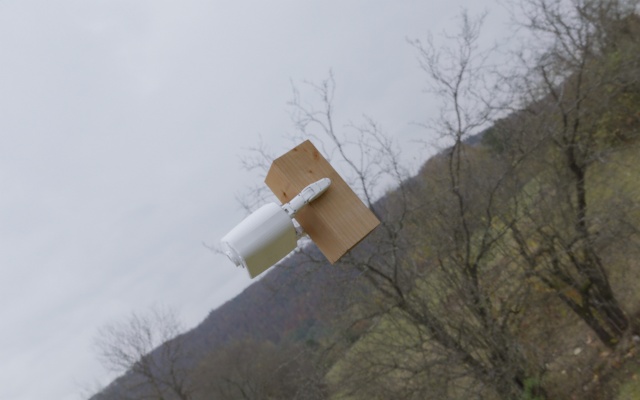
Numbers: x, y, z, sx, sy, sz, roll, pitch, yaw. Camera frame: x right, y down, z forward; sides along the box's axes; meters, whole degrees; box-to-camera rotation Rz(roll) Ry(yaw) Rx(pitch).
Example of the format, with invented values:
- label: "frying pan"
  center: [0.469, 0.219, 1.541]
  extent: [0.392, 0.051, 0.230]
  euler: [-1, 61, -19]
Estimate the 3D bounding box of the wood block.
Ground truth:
- label: "wood block"
  center: [0.000, 0.003, 0.886]
  extent: [0.090, 0.206, 0.091]
  euler: [-36, -9, -29]
